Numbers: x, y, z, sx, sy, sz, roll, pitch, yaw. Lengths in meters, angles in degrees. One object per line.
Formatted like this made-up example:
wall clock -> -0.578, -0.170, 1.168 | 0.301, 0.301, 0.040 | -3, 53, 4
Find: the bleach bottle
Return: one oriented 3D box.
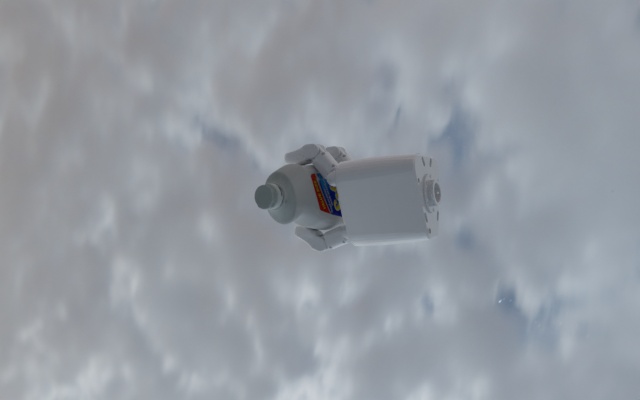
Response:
bleach bottle -> 0.000, 0.002, 0.667 | 0.068, 0.102, 0.251 | -7, -3, 32
